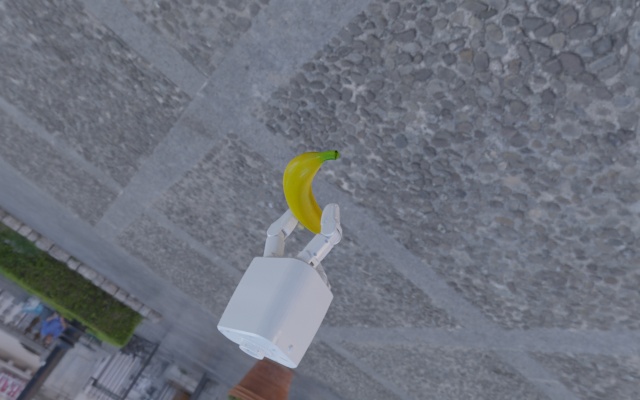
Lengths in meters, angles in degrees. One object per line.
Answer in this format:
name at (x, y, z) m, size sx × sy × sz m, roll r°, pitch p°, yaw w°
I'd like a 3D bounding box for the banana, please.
banana at (-0.017, -0.007, 0.646) m, size 0.069 × 0.037 × 0.198 m, roll 22°, pitch -30°, yaw 11°
